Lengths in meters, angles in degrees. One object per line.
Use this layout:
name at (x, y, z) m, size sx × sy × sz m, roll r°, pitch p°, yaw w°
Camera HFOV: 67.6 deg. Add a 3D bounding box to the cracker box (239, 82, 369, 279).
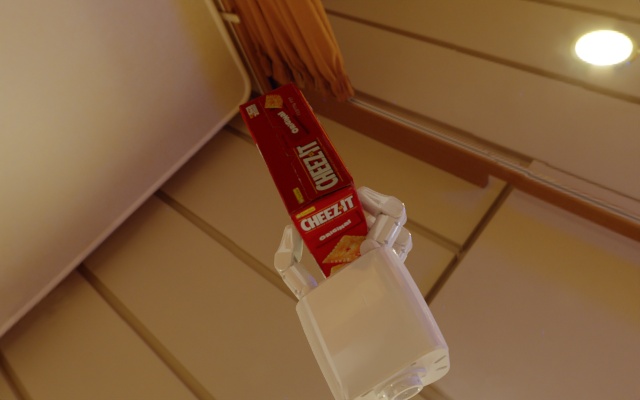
cracker box at (0.000, 0.002, 0.532) m, size 0.072 × 0.164 × 0.214 m, roll -27°, pitch -38°, yaw -2°
